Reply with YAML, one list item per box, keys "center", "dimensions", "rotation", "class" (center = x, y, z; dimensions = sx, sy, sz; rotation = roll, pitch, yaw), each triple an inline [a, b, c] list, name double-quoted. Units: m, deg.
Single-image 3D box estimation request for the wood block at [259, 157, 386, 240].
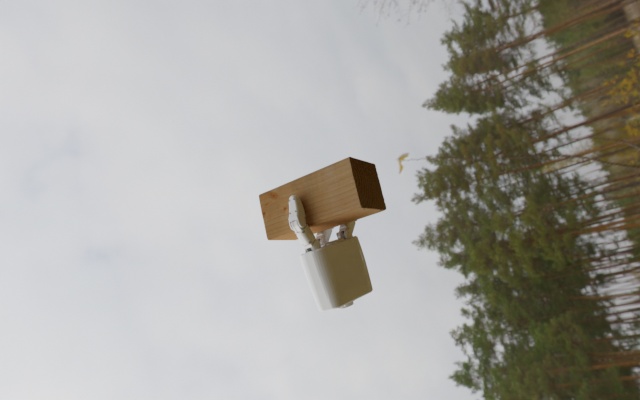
- center: [0.000, 0.003, 0.859]
  dimensions: [0.206, 0.090, 0.091]
  rotation: [-21, -15, 32]
  class: "wood block"
